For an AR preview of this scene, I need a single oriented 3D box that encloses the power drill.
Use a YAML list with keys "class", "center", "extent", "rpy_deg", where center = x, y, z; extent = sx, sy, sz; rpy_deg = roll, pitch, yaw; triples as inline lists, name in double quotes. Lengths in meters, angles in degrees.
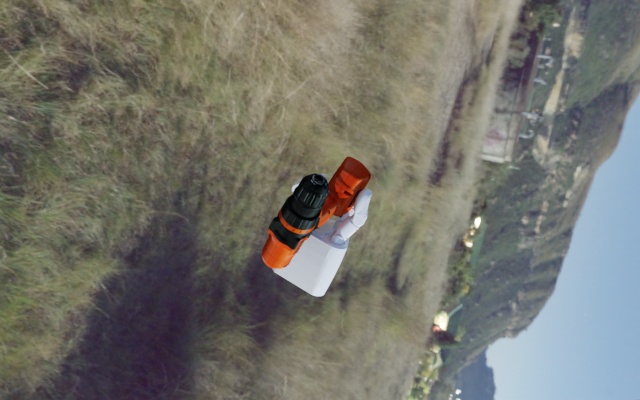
- class: "power drill"
  center: [0.000, 0.002, 0.708]
  extent: [0.187, 0.057, 0.184]
  rpy_deg: [-36, -16, -46]
